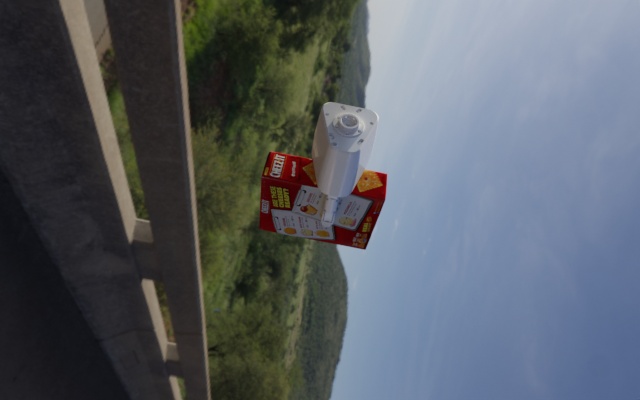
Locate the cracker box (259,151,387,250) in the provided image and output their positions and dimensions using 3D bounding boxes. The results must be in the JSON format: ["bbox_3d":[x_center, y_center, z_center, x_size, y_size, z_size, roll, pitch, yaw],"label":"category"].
[{"bbox_3d":[0.000,0.003,0.881,0.214,0.072,0.164,11,-38,0],"label":"cracker box"}]
